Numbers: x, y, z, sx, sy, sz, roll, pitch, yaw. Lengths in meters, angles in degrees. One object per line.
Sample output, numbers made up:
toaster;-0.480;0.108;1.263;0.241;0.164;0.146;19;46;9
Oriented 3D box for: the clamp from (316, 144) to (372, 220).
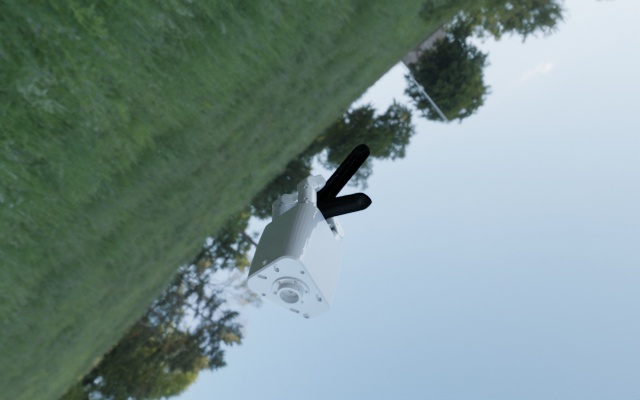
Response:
clamp;0.000;0.003;0.734;0.210;0.036;0.164;-34;23;30
